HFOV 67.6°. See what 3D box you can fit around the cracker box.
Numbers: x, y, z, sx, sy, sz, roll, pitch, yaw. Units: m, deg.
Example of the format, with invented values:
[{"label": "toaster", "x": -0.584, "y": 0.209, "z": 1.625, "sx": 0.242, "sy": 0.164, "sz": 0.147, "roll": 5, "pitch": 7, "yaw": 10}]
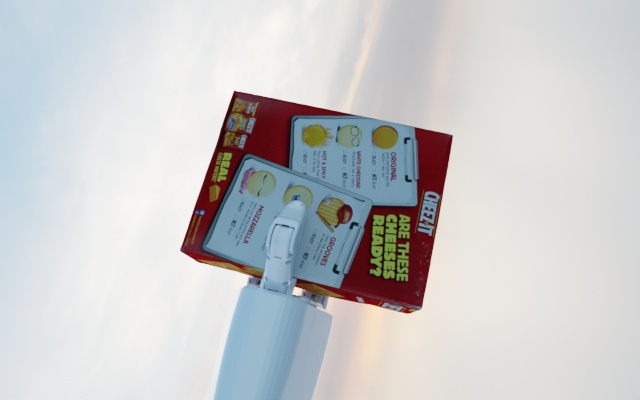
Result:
[{"label": "cracker box", "x": 0.000, "y": 0.001, "z": 0.452, "sx": 0.213, "sy": 0.164, "sz": 0.072, "roll": 13, "pitch": -16, "yaw": 6}]
